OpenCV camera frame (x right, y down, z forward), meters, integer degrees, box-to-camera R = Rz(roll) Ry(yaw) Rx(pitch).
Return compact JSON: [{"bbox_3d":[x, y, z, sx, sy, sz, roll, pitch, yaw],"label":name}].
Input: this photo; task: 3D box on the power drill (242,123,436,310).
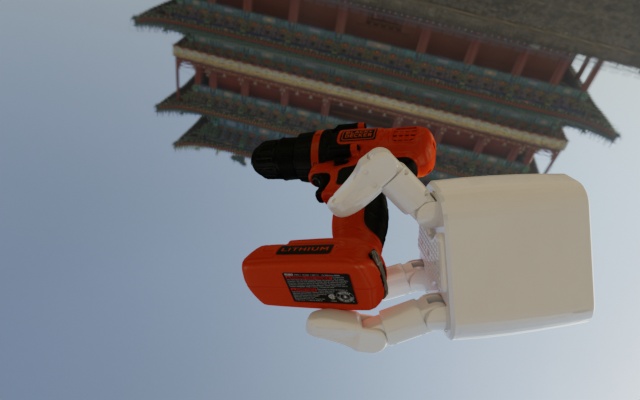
[{"bbox_3d":[0.000,0.002,0.413,0.184,0.057,0.187,-3,43,22],"label":"power drill"}]
